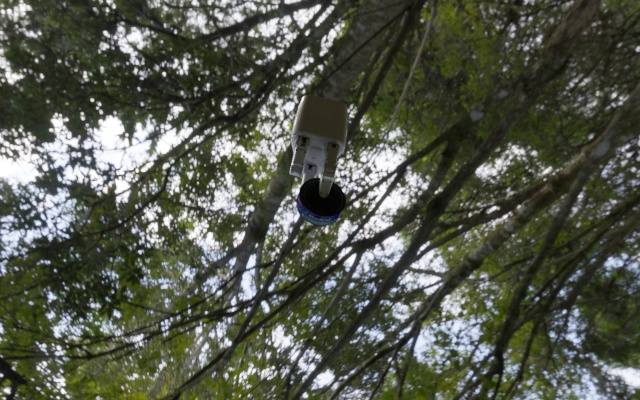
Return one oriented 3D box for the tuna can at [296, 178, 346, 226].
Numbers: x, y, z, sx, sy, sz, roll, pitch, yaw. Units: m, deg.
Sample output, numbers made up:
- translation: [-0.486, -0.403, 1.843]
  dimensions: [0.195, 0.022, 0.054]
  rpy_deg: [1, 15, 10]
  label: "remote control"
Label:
- translation: [0.000, 0.003, 0.852]
  dimensions: [0.086, 0.086, 0.034]
  rpy_deg: [0, -36, -18]
  label: "tuna can"
